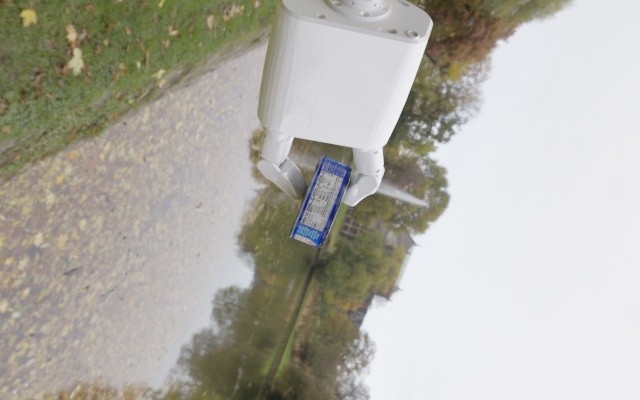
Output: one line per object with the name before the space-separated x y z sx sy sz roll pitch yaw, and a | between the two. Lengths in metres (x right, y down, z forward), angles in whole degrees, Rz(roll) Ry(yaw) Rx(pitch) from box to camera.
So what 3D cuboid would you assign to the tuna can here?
tuna can | 0.001 0.002 0.463 0.034 0.086 0.086 22 -1 -1
